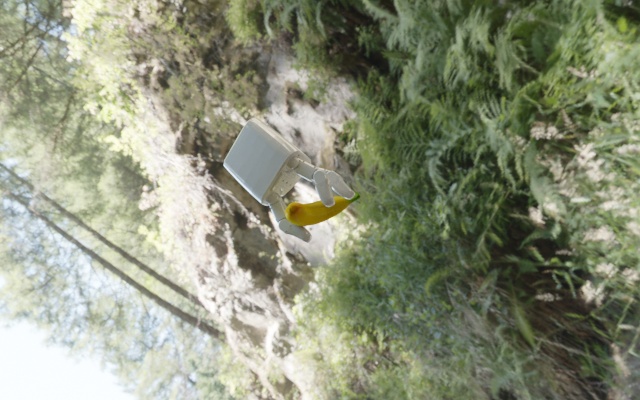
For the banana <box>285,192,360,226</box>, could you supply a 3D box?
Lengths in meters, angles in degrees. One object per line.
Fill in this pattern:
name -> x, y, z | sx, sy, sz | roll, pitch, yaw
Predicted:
banana -> -0.009, 0.014, 0.799 | 0.070, 0.037, 0.198 | -48, -18, 30
